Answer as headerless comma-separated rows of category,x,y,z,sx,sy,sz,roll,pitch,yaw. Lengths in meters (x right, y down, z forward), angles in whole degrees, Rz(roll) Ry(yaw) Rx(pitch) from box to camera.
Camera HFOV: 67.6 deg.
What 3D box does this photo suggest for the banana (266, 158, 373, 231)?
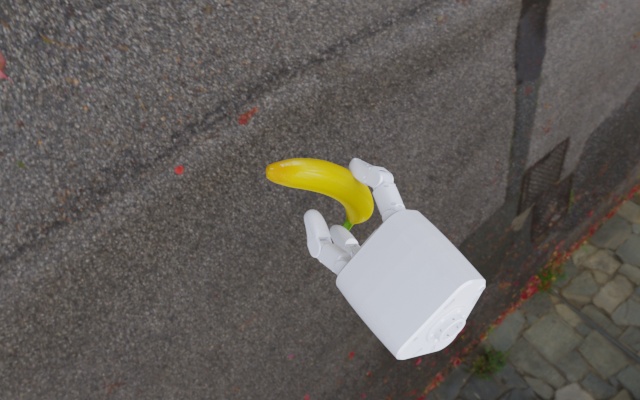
banana,0.016,-0.009,0.563,0.069,0.037,0.198,-41,-37,8
